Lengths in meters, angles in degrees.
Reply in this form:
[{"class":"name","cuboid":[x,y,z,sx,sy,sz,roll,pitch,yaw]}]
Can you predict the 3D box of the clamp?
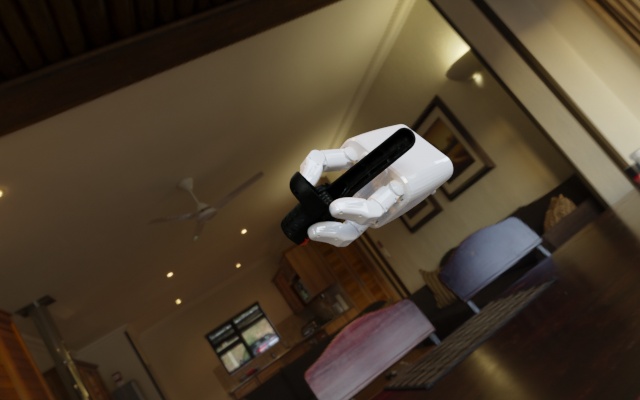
[{"class":"clamp","cuboid":[0.000,0.001,0.545,0.164,0.036,0.210,-22,-18,-39]}]
